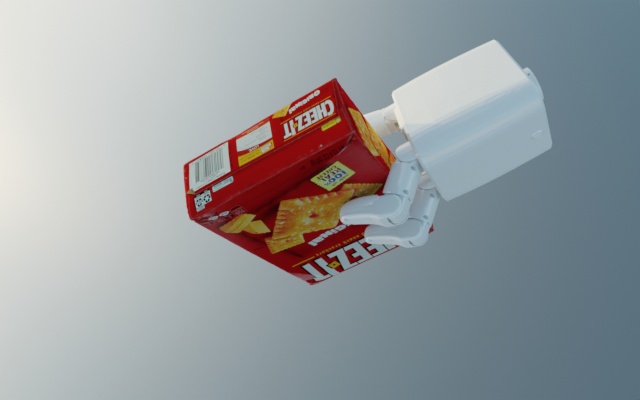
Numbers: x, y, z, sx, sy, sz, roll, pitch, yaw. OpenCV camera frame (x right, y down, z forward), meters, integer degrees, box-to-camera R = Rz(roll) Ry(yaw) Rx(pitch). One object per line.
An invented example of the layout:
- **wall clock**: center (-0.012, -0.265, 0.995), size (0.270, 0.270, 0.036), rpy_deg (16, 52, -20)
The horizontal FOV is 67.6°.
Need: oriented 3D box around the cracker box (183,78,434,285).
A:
- **cracker box**: center (0.000, 0.001, 0.473), size (0.164, 0.072, 0.214), rpy_deg (-26, -35, 18)
